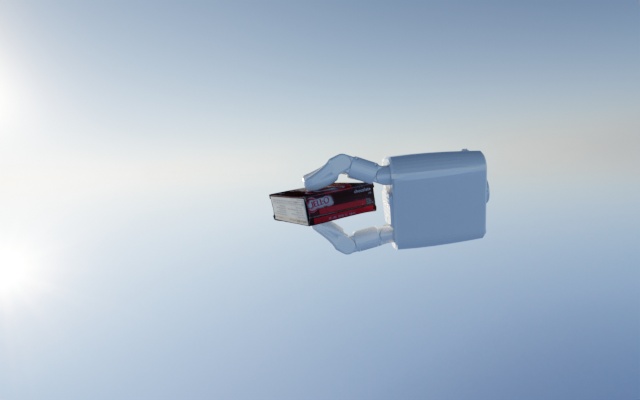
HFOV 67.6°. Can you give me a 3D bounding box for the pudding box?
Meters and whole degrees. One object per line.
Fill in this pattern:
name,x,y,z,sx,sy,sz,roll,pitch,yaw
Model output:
pudding box,0.000,0.002,0.574,0.090,0.039,0.113,-11,5,-26
